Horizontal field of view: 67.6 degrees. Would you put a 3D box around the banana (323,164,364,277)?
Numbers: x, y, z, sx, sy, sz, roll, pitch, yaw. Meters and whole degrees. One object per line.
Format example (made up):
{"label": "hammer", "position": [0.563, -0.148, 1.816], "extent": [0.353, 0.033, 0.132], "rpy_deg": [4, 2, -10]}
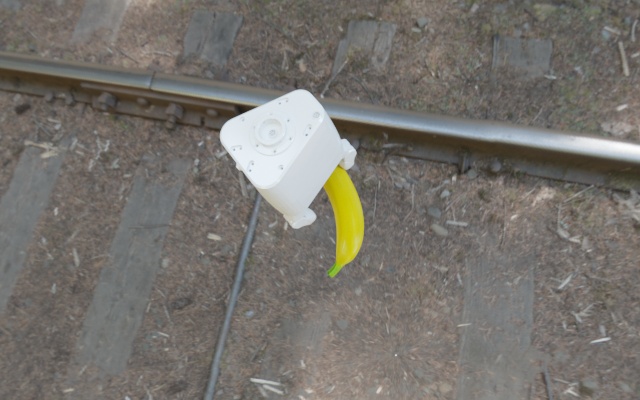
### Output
{"label": "banana", "position": [0.018, 0.000, 0.654], "extent": [0.069, 0.197, 0.037], "rpy_deg": [-16, -16, 11]}
